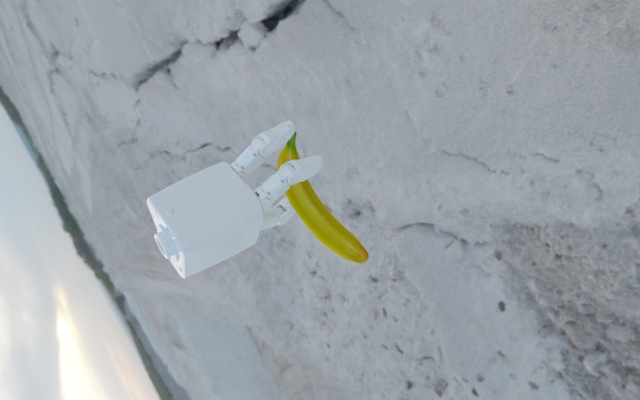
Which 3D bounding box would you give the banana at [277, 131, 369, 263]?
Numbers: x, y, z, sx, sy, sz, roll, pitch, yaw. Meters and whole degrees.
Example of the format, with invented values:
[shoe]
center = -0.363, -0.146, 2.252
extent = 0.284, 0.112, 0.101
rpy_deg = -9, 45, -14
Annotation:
[banana]
center = -0.008, 0.006, 0.630
extent = 0.037, 0.197, 0.070
rpy_deg = -27, -11, -28
